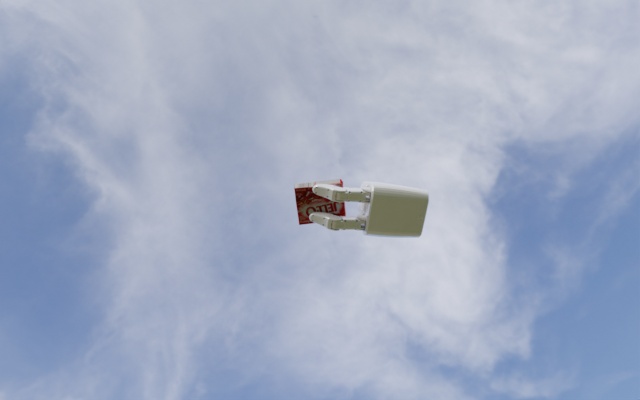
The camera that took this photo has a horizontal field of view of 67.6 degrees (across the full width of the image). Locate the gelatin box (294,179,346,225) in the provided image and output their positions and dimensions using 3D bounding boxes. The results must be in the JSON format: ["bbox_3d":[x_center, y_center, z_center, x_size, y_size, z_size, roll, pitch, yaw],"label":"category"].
[{"bbox_3d":[0.000,0.003,0.873,0.089,0.073,0.030,-6,22,2],"label":"gelatin box"}]
